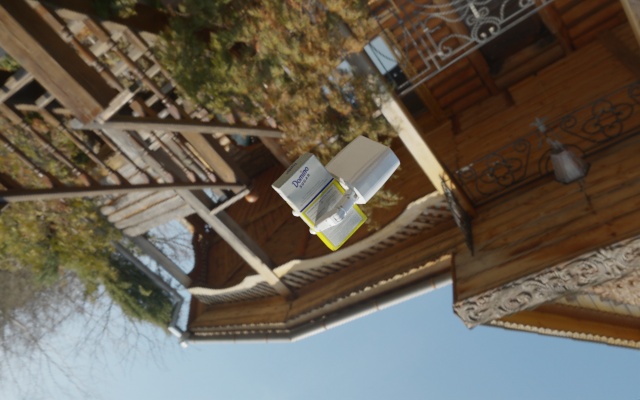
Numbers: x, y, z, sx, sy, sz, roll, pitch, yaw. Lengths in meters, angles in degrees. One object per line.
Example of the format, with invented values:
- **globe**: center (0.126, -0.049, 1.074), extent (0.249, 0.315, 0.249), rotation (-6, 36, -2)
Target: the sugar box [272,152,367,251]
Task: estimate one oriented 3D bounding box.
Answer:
- **sugar box**: center (0.000, 0.003, 0.899), extent (0.176, 0.093, 0.048), rotation (49, -10, -23)
